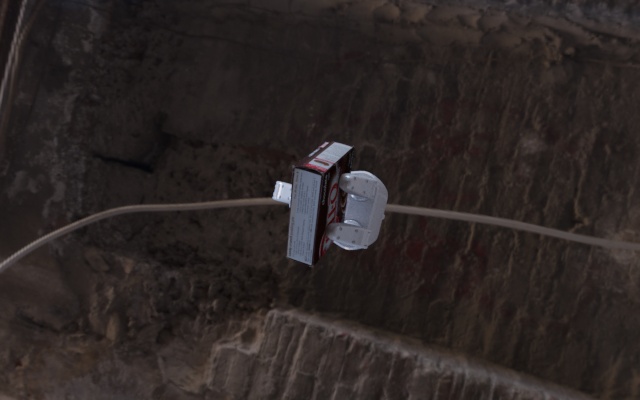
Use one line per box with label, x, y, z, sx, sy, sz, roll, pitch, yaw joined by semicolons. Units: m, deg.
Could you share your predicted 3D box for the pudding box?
pudding box;0.000;0.002;0.520;0.039;0.113;0.090;14;28;18
